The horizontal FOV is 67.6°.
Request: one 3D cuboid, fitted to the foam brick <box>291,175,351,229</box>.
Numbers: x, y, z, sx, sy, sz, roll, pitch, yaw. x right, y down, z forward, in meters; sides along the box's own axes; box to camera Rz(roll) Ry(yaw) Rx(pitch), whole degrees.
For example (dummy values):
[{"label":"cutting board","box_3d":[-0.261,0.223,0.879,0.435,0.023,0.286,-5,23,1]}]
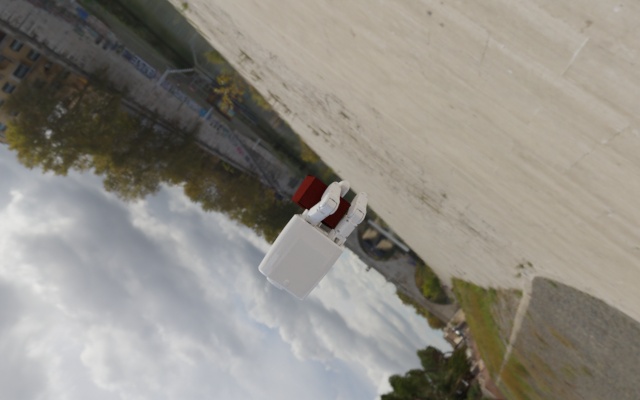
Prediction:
[{"label":"foam brick","box_3d":[0.000,0.002,0.778,0.078,0.051,0.053,38,-4,-15]}]
